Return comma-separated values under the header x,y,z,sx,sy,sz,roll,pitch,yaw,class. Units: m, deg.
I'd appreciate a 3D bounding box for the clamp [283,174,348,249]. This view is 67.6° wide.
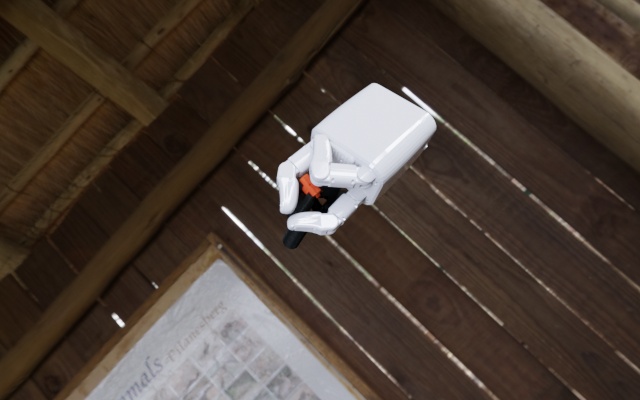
x,y,z,sx,sy,sz,roll,pitch,yaw,class
0.000,0.002,0.633,0.120,0.039,0.171,-42,-12,-19,clamp
